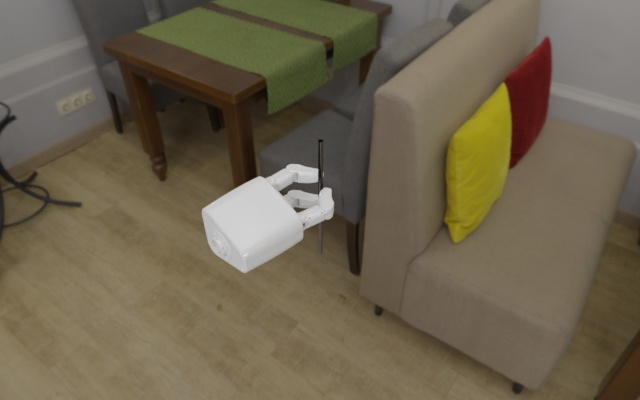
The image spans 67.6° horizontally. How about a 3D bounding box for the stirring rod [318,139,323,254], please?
[{"bbox_3d":[0.000,0.003,0.783,0.011,0.240,0.011,0,41,0],"label":"stirring rod"}]
